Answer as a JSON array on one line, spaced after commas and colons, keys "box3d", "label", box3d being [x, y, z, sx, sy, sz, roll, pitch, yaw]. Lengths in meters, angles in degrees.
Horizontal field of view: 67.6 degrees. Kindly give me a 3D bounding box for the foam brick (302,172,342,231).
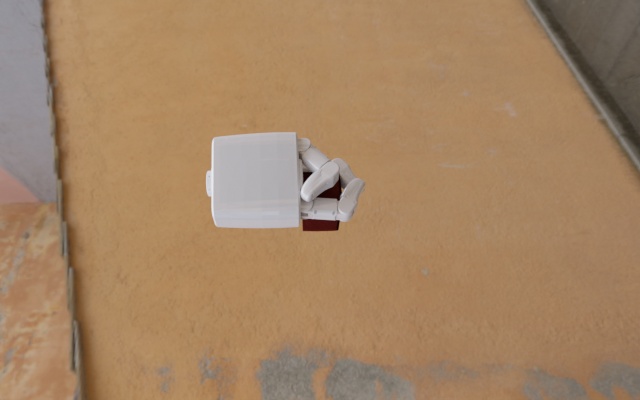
[{"box3d": [0.000, 0.002, 0.648, 0.051, 0.053, 0.078, -3, -31, -4], "label": "foam brick"}]
